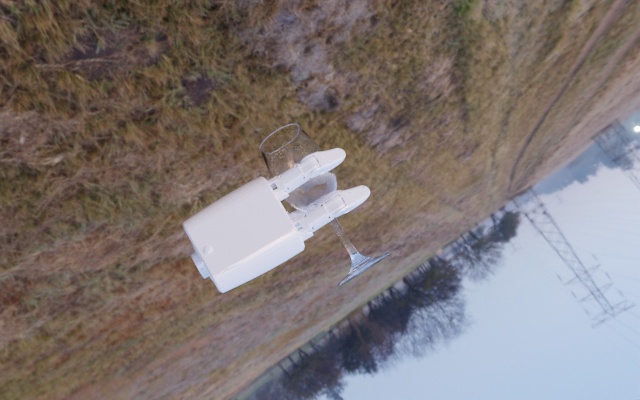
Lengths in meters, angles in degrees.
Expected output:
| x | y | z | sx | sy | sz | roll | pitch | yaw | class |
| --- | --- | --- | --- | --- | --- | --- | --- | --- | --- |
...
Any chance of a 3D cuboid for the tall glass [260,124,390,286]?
| x | y | z | sx | sy | sz | roll | pitch | yaw | class |
| --- | --- | --- | --- | --- | --- | --- | --- | --- | --- |
| 0.001 | 0.002 | 0.596 | 0.079 | 0.201 | 0.079 | -31 | -12 | -7 | tall glass |
